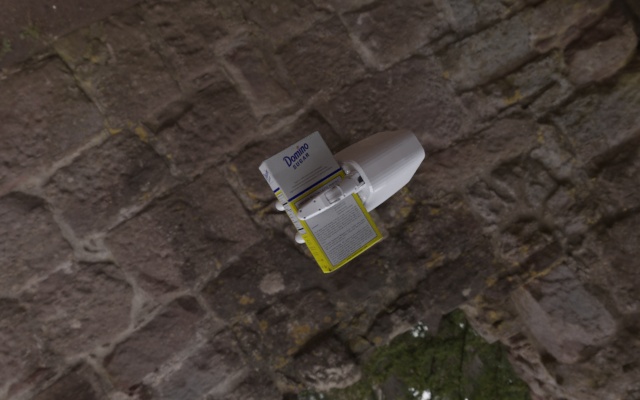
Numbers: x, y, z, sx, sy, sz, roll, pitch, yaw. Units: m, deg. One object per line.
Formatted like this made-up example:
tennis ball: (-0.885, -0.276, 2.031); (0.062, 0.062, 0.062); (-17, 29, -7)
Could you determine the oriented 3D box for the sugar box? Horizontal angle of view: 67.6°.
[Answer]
sugar box: (0.000, 0.002, 0.662); (0.093, 0.176, 0.048); (-32, 0, -20)
